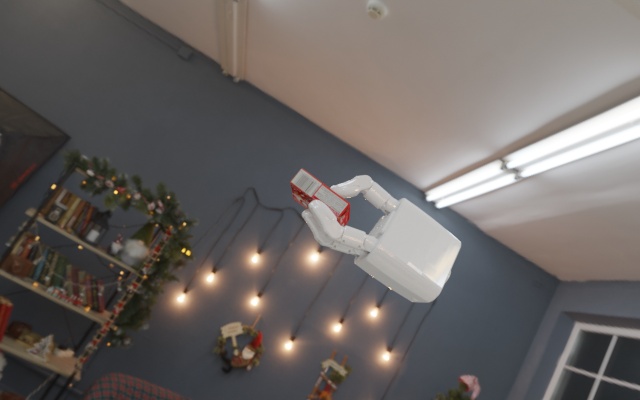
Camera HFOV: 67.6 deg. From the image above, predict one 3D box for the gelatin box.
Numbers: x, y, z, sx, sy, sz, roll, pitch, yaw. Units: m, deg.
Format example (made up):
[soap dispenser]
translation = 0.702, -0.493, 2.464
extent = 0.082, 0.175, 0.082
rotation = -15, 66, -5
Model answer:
[gelatin box]
translation = 0.000, 0.002, 0.681
extent = 0.089, 0.030, 0.073
rotation = 37, -14, 12
